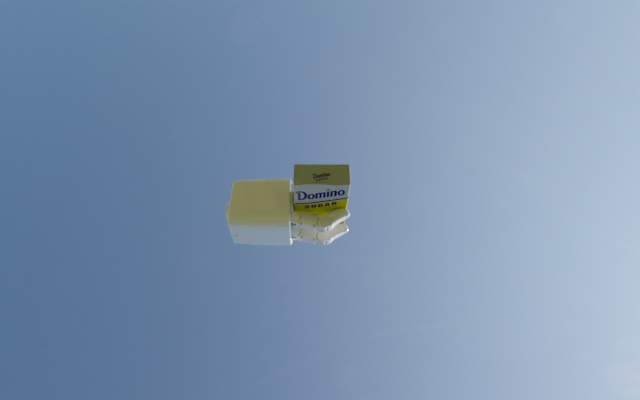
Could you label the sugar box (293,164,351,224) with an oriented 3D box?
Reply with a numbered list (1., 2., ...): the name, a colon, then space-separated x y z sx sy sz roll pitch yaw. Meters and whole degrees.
1. sugar box: 0.000 0.003 0.834 0.093 0.048 0.176 0 -28 -1
